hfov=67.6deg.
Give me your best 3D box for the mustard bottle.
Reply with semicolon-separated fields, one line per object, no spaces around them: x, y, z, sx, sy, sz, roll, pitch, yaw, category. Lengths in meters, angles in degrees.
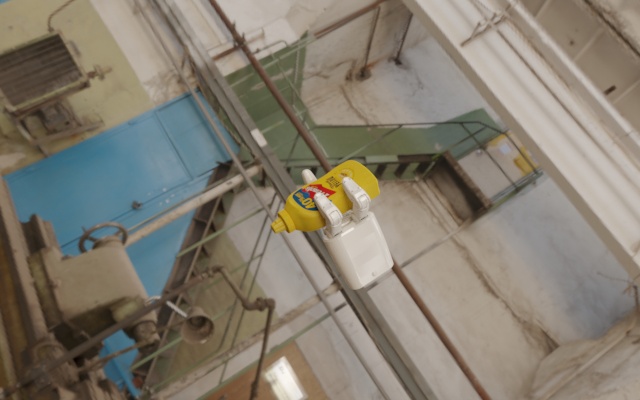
0.000;0.002;0.825;0.191;0.058;0.096;-30;41;-15;mustard bottle
